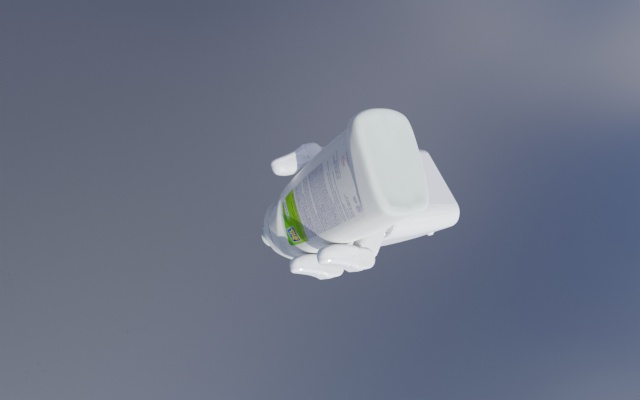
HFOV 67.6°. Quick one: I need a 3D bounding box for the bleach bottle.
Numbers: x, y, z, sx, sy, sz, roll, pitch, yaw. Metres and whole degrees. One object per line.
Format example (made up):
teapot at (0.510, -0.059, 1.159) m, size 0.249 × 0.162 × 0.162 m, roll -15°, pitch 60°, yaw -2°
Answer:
bleach bottle at (0.000, 0.002, 0.505) m, size 0.068 × 0.102 × 0.251 m, roll -7°, pitch -12°, yaw -34°
